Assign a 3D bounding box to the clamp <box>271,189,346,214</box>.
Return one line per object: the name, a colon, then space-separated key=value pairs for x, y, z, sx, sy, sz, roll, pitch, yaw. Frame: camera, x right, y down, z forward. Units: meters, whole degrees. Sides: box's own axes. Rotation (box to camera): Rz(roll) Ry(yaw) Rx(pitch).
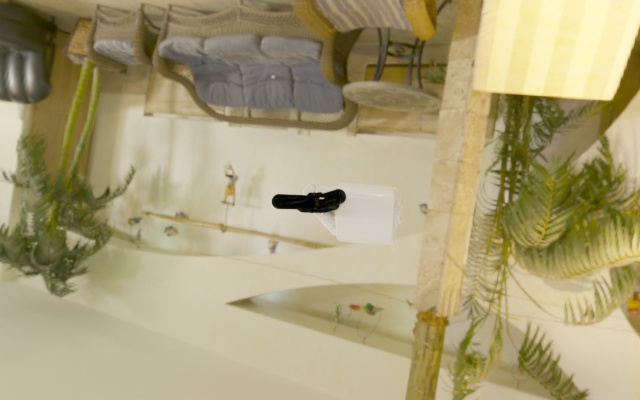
clamp: x=0.000 y=0.003 z=0.828 sx=0.120 sy=0.039 sz=0.171 roll=1 pitch=-2 yaw=18
